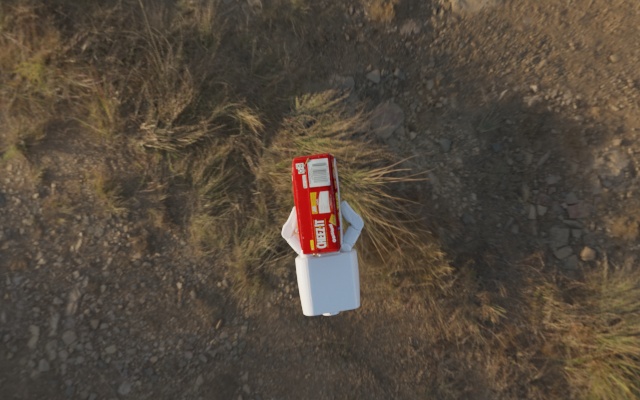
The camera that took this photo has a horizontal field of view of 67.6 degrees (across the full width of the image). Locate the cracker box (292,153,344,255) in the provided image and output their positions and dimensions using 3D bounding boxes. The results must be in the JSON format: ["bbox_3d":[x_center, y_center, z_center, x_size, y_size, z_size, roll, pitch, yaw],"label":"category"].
[{"bbox_3d":[0.000,0.003,0.883,0.072,0.164,0.213,-6,2,4],"label":"cracker box"}]
